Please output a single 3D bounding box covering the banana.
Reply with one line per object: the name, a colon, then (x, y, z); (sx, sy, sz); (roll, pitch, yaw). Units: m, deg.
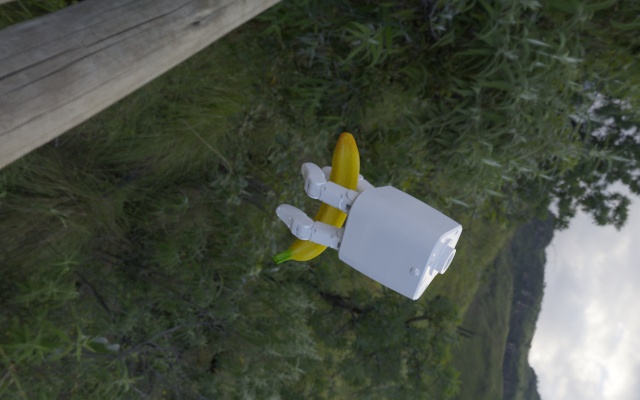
banana: (0.010, 0.007, 0.629); (0.037, 0.198, 0.069); (38, 17, 36)
